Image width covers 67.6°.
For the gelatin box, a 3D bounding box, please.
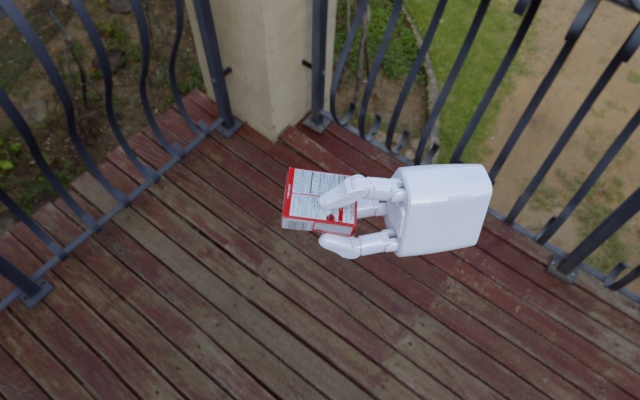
[{"bbox_3d":[0.000,0.002,0.578,0.089,0.073,0.030,8,-33,-5],"label":"gelatin box"}]
